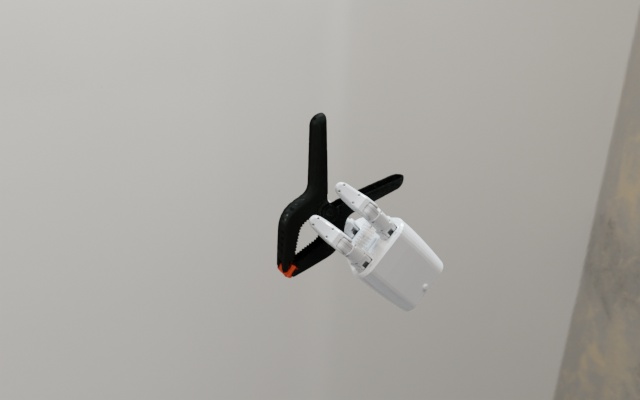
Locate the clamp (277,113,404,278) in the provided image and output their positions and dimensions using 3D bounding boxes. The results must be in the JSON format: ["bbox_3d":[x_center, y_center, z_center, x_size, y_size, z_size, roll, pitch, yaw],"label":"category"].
[{"bbox_3d":[0.000,0.002,0.631,0.165,0.210,0.036,41,-6,-26],"label":"clamp"}]
